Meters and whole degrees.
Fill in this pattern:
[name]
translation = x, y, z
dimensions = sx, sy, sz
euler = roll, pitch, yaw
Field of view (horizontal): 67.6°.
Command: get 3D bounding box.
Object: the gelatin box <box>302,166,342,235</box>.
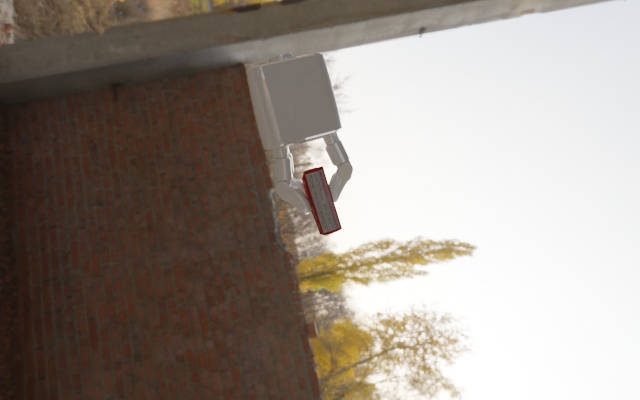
[gelatin box]
translation = 0.001, 0.002, 0.653
dimensions = 0.030, 0.089, 0.073
euler = -18, -2, -5
